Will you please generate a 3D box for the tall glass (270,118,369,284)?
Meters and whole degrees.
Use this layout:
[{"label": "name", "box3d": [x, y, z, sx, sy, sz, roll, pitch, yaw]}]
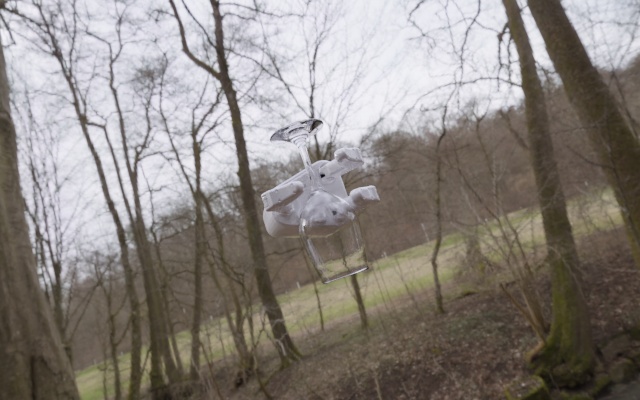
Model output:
[{"label": "tall glass", "box3d": [0.000, 0.001, 0.612, 0.079, 0.201, 0.079, -18, -10, -3]}]
